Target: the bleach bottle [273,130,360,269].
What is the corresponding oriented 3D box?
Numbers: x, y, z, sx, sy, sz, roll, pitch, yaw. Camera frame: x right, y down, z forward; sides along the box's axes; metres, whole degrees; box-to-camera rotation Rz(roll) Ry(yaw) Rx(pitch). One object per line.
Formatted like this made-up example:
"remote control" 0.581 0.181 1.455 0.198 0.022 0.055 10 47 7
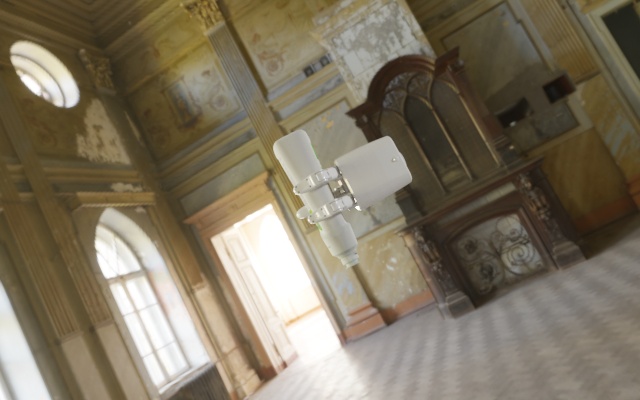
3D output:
"bleach bottle" 0.000 0.003 0.850 0.068 0.251 0.102 -27 -6 -3
